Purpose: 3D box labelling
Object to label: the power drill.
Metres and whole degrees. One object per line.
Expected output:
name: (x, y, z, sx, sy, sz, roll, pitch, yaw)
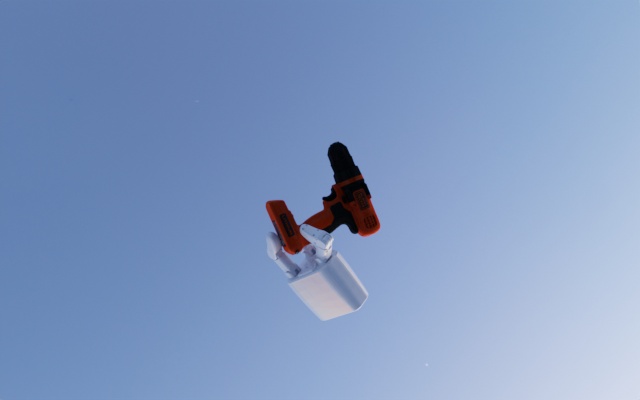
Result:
power drill: (0.000, 0.003, 0.865, 0.187, 0.184, 0.057, -23, -3, -14)
